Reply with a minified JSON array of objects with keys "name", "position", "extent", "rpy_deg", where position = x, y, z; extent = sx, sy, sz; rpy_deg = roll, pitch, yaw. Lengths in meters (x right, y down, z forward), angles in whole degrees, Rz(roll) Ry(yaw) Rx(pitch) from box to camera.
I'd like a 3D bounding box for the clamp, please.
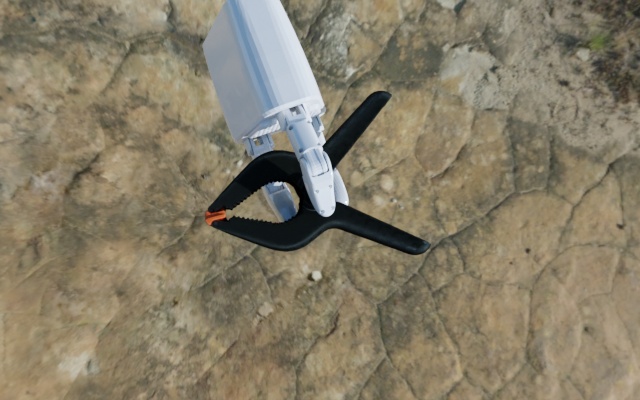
[{"name":"clamp","position":[0.000,0.001,0.450],"extent":[0.210,0.164,0.036],"rpy_deg":[-21,-2,-12]}]
